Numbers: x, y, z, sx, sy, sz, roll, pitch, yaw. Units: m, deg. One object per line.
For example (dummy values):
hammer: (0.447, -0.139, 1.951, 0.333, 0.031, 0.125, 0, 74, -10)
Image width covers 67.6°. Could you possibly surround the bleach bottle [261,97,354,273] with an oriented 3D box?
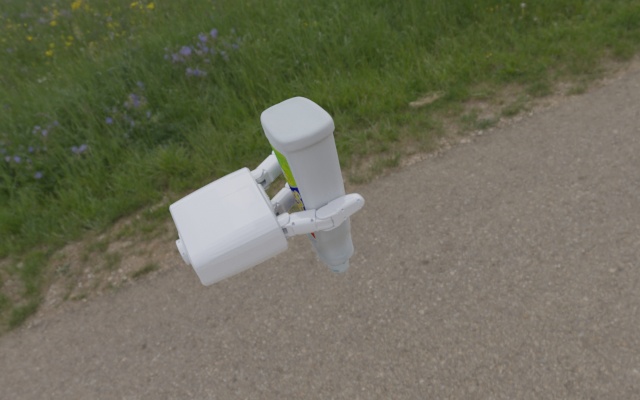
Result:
bleach bottle: (0.000, 0.002, 0.601, 0.068, 0.251, 0.102, -26, 37, -11)
